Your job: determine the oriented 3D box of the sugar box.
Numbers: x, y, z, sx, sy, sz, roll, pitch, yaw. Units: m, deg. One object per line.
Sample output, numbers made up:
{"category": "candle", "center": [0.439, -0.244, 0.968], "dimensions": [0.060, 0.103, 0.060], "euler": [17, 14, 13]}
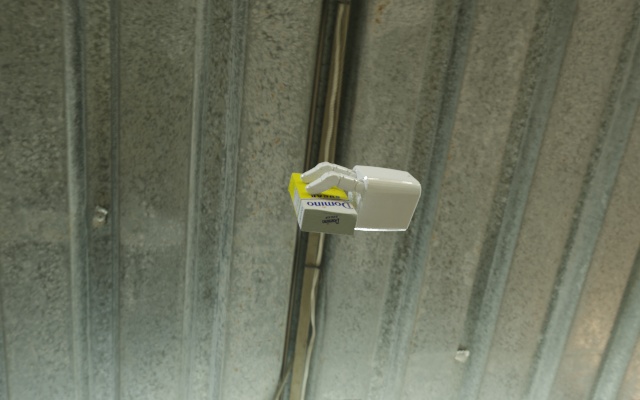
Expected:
{"category": "sugar box", "center": [0.000, 0.002, 0.848], "dimensions": [0.093, 0.048, 0.176], "euler": [6, 19, -14]}
